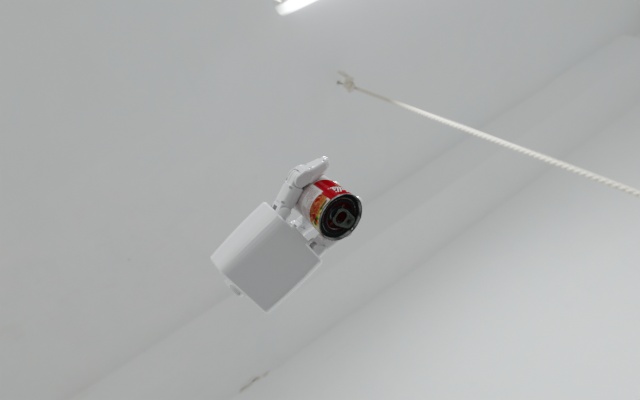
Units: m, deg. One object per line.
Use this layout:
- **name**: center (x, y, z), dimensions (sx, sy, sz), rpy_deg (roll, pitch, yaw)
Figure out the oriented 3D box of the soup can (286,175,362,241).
- **soup can**: center (0.000, 0.002, 0.656), dimensions (0.068, 0.068, 0.102), rpy_deg (0, 24, -36)
